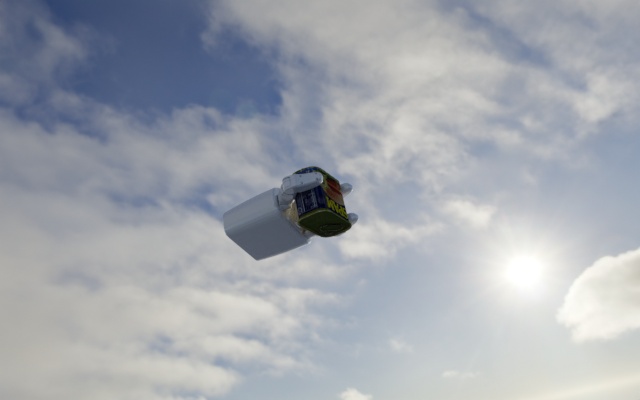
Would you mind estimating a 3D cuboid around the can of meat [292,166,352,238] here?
[{"bbox_3d":[0.000,0.002,0.757,0.057,0.084,0.102,-24,-29,22],"label":"can of meat"}]
